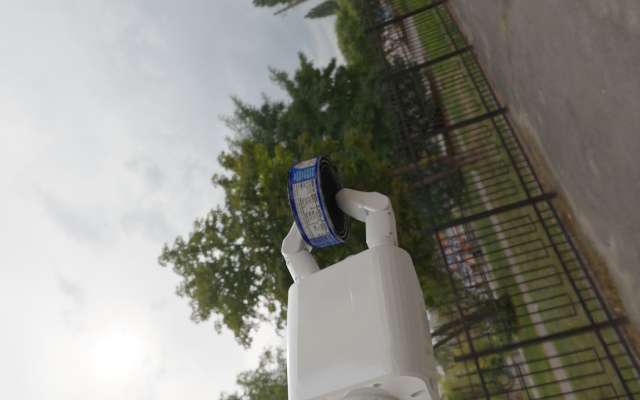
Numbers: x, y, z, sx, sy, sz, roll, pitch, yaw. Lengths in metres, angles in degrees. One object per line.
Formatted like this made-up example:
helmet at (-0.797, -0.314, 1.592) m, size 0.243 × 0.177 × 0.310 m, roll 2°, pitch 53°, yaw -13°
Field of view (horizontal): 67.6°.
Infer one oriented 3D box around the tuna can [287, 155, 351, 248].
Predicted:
tuna can at (0.000, 0.002, 0.458) m, size 0.034 × 0.086 × 0.086 m, roll -14°, pitch -4°, yaw 16°
